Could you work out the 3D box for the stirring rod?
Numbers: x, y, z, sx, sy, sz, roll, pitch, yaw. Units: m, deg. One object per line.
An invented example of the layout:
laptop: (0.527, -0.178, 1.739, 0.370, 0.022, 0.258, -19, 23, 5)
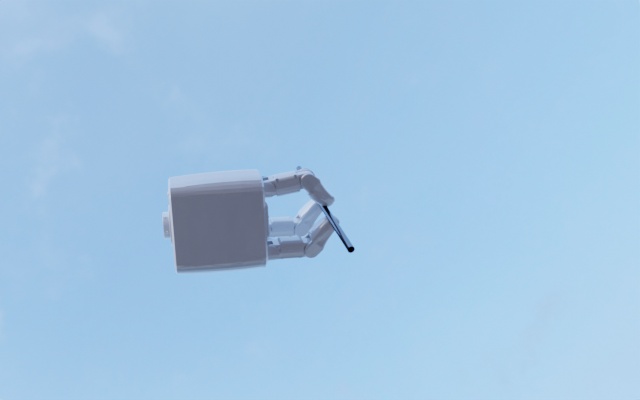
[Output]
stirring rod: (0.000, 0.002, 0.609, 0.011, 0.011, 0.239, 0, 25, -17)
